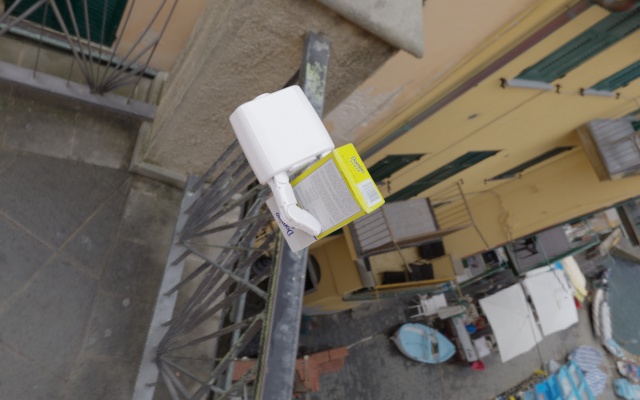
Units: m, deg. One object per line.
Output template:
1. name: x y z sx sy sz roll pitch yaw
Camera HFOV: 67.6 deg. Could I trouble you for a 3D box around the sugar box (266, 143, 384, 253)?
1. sugar box: 0.000 0.002 0.675 0.048 0.093 0.176 -25 -5 -41
